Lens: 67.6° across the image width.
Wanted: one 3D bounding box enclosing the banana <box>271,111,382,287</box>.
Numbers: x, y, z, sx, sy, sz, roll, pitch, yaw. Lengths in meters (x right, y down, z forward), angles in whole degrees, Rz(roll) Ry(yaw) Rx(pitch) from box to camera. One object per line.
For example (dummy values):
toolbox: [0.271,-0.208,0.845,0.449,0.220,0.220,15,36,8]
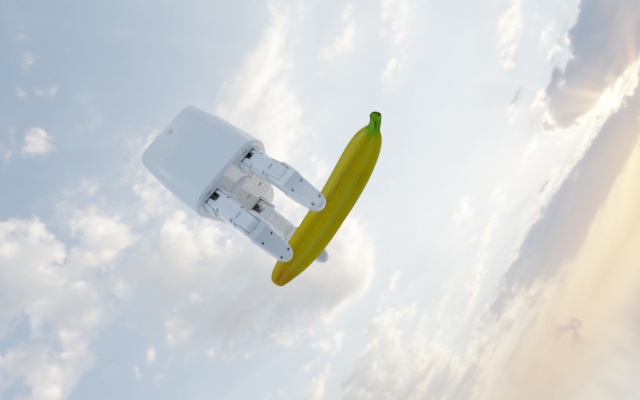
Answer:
banana: [0.010,0.000,0.486,0.037,0.198,0.069,34,12,25]
